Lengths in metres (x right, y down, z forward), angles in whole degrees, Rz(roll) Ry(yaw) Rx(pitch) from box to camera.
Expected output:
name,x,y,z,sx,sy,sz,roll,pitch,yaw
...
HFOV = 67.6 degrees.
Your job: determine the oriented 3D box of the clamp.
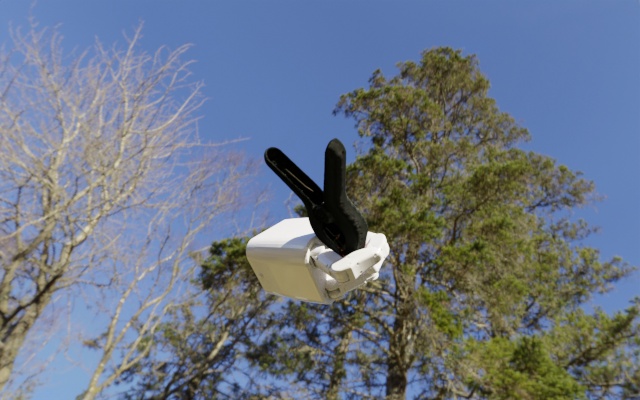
name,x,y,z,sx,sy,sz,roll,pitch,yaw
clamp,0.001,0.002,0.561,0.120,0.171,0.039,14,43,45
